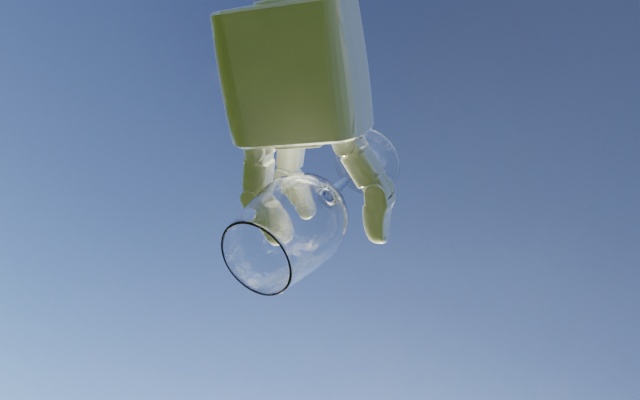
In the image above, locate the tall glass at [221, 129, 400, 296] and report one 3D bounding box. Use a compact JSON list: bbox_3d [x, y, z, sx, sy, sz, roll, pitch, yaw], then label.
[{"bbox_3d":[0.000,0.001,0.418,0.079,0.079,0.201,0,25,31],"label":"tall glass"}]
